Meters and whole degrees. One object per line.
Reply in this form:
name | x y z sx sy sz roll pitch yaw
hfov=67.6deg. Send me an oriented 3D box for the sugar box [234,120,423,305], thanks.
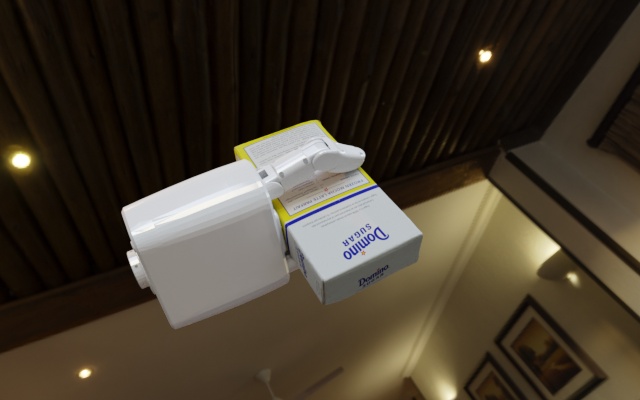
sugar box | 0.000 0.002 0.426 0.093 0.048 0.176 -22 52 -18
